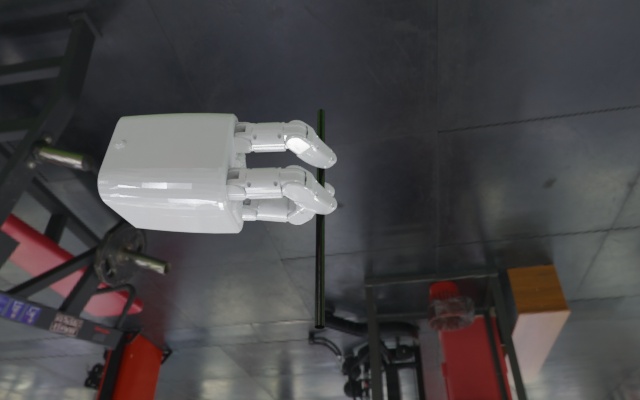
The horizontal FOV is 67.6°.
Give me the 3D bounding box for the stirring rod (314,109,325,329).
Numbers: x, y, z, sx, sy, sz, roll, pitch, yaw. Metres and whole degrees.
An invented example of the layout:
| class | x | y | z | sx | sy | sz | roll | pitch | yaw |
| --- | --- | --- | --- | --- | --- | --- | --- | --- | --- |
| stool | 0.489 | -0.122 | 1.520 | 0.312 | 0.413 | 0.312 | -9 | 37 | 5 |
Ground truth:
| class | x | y | z | sx | sy | sz | roll | pitch | yaw |
| --- | --- | --- | --- | --- | --- | --- | --- | --- | --- |
| stirring rod | 0.000 | 0.001 | 0.441 | 0.011 | 0.239 | 0.011 | 0 | -37 | 0 |
